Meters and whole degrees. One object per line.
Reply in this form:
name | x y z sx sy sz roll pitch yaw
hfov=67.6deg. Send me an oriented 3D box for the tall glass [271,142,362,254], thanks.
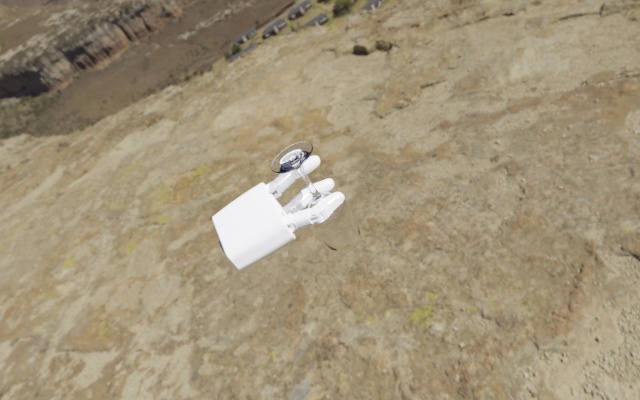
tall glass | 0.000 0.002 0.795 0.079 0.201 0.079 -22 35 16
